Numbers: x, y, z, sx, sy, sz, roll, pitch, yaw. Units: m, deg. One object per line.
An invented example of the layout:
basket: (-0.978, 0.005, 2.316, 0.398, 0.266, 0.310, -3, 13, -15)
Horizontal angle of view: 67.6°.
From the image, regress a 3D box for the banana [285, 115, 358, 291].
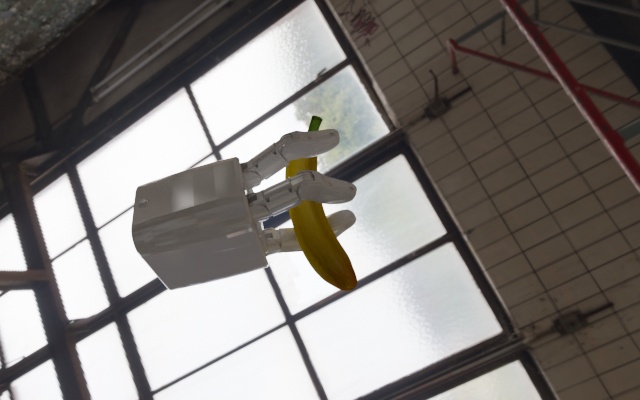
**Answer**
banana: (-0.007, 0.008, 0.485, 0.037, 0.197, 0.070, 1, -32, -24)
